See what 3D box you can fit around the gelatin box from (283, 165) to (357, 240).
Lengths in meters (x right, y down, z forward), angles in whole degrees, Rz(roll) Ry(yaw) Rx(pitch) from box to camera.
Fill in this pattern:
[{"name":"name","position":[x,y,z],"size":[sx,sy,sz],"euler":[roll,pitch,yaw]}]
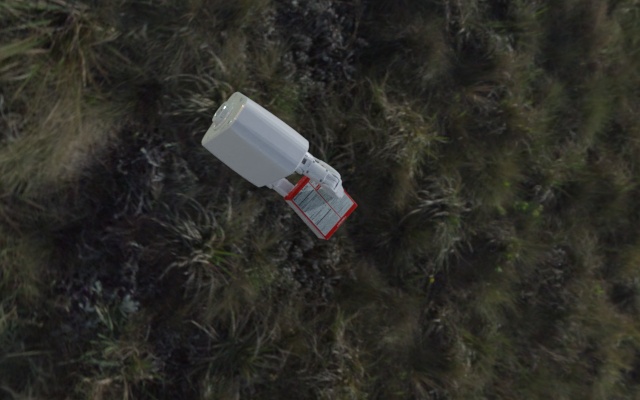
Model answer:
[{"name":"gelatin box","position":[0.001,0.003,0.709],"size":[0.089,0.073,0.030],"euler":[48,-19,-18]}]
